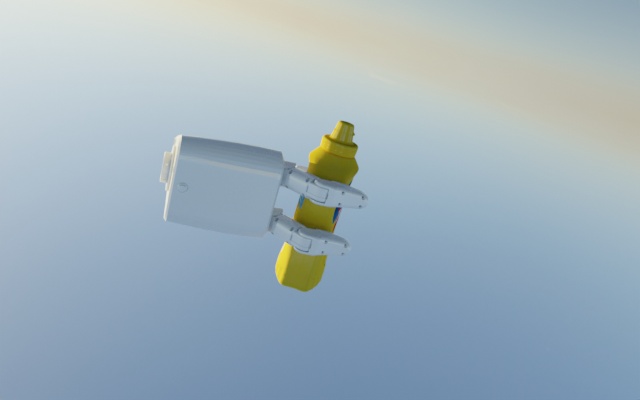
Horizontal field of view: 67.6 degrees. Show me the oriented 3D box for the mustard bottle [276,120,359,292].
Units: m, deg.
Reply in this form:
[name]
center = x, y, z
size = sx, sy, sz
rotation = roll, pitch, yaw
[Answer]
[mustard bottle]
center = 0.000, 0.002, 0.548
size = 0.058, 0.192, 0.096
rotation = 18, 19, 2
